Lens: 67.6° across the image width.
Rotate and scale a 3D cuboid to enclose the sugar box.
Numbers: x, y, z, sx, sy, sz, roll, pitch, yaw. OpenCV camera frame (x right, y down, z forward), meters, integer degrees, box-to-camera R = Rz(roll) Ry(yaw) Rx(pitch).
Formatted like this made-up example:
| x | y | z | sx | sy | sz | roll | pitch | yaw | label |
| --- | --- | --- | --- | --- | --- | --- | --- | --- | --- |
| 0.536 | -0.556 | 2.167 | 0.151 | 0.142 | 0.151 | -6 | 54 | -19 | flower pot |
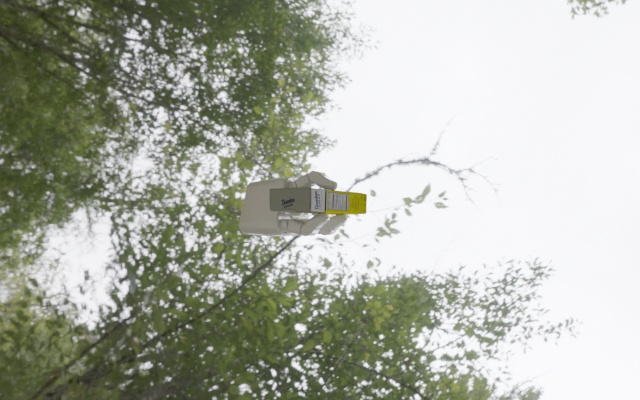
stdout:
| x | y | z | sx | sy | sz | roll | pitch | yaw | label |
| --- | --- | --- | --- | --- | --- | --- | --- | --- | --- |
| 0.000 | 0.003 | 0.860 | 0.093 | 0.048 | 0.176 | -1 | -1 | 38 | sugar box |
